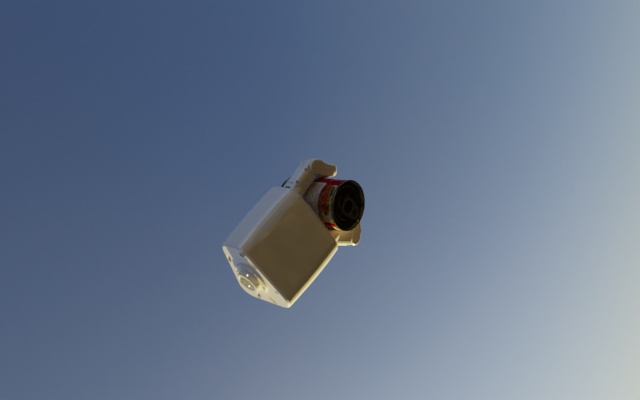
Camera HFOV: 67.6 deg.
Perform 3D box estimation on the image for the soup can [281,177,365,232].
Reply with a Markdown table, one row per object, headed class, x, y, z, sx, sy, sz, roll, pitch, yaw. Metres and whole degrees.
| class | x | y | z | sx | sy | sz | roll | pitch | yaw |
| --- | --- | --- | --- | --- | --- | --- | --- | --- | --- |
| soup can | 0.000 | 0.002 | 0.654 | 0.102 | 0.068 | 0.068 | 8 | 5 | 42 |
